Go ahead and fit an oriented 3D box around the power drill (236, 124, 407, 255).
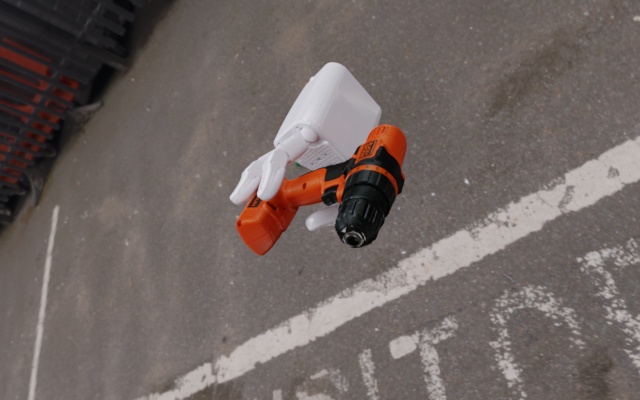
[{"bbox_3d":[0.000,0.002,0.516,0.188,0.057,0.184,-19,26,31],"label":"power drill"}]
